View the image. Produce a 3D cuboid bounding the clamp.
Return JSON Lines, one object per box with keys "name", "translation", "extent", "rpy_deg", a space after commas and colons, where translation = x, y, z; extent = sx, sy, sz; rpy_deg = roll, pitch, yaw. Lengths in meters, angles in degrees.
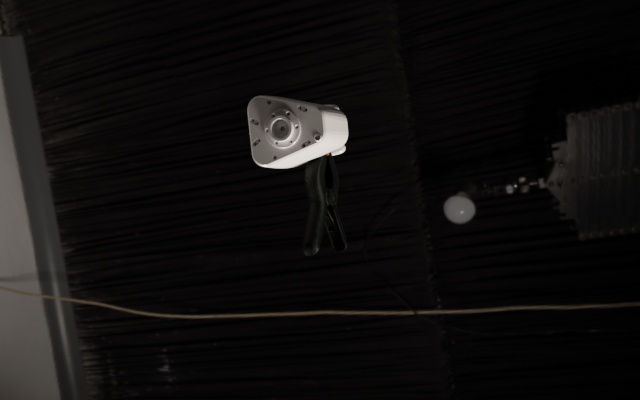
{"name": "clamp", "translation": [0.001, 0.002, 0.708], "extent": [0.039, 0.171, 0.120], "rpy_deg": [-8, 3, 20]}
